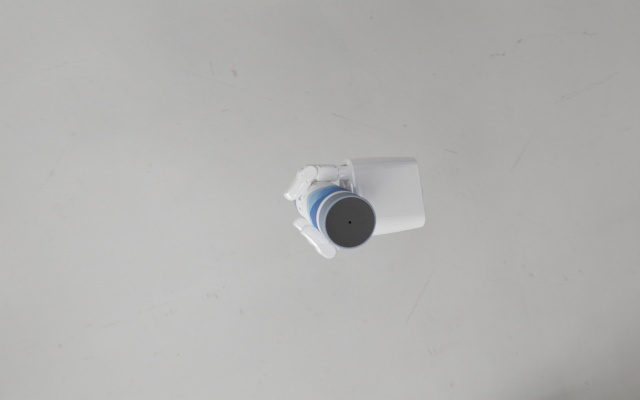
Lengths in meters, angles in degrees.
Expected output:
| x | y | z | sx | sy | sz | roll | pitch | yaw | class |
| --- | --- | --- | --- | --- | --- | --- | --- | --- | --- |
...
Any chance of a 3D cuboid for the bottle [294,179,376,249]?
| x | y | z | sx | sy | sz | roll | pitch | yaw | class |
| --- | --- | --- | --- | --- | --- | --- | --- | --- | --- |
| 0.000 | 0.002 | 0.708 | 0.069 | 0.069 | 0.295 | 0 | 9 | -14 | bottle |
